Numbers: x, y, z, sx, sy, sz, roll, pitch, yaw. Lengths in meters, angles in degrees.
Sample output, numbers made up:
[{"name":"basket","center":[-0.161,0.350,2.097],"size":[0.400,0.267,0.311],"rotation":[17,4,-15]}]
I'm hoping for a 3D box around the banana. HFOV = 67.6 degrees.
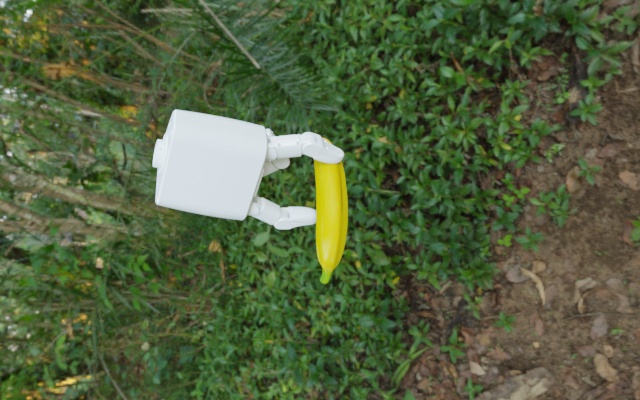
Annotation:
[{"name":"banana","center":[0.008,0.000,0.599],"size":[0.037,0.197,0.070],"rotation":[9,-21,-24]}]
